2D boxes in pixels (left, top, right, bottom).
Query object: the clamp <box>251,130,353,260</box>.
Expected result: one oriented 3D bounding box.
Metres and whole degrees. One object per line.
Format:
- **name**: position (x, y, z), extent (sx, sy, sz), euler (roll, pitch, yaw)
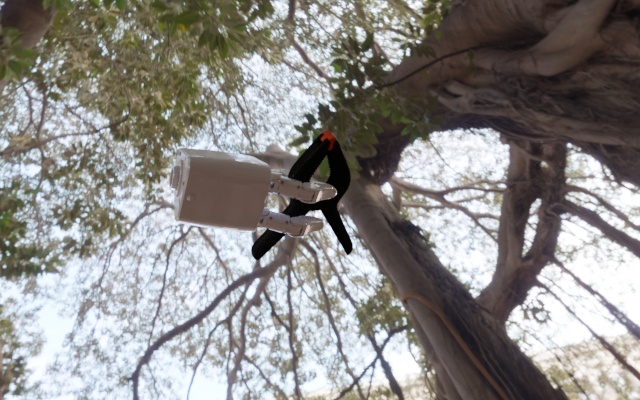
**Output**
- **clamp**: position (0.000, 0.001, 0.698), extent (0.164, 0.210, 0.036), euler (6, 27, -28)
